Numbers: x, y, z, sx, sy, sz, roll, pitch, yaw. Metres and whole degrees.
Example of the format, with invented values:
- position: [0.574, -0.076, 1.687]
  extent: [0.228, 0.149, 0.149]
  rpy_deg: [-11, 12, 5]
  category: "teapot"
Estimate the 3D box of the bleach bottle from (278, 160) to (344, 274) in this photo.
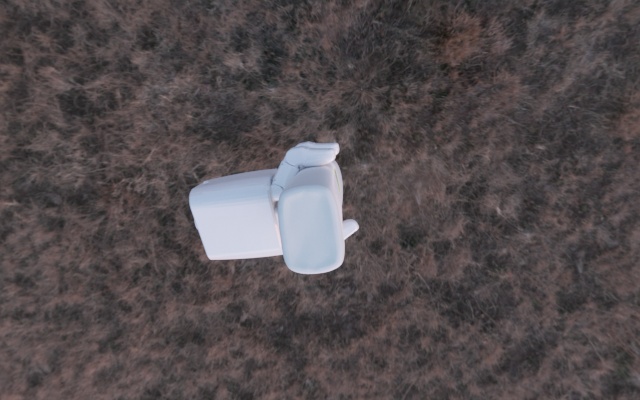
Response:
- position: [0.000, 0.002, 0.621]
  extent: [0.068, 0.102, 0.250]
  rpy_deg: [-6, 13, 7]
  category: "bleach bottle"
